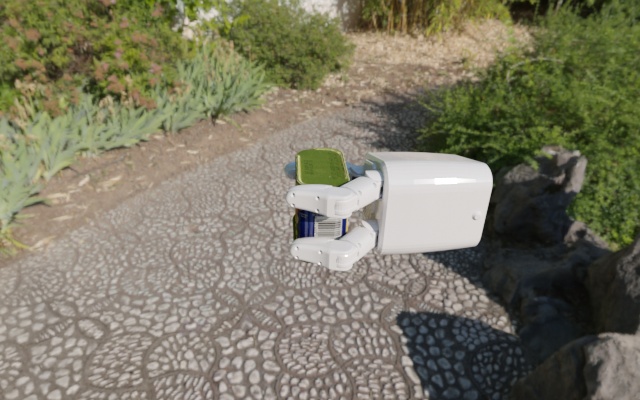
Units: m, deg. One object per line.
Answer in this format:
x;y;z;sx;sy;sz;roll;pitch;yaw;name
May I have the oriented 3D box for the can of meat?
0.000;0.001;0.495;0.057;0.084;0.102;0;29;-4;can of meat
